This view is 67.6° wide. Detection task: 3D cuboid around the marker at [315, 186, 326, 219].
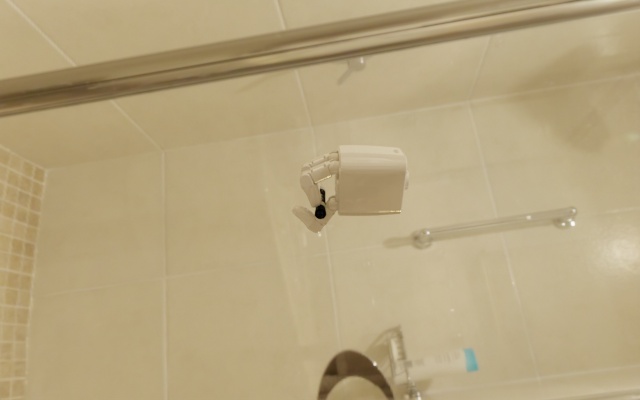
[{"bbox_3d":[0.000,0.003,0.802,0.020,0.020,0.121,0,19,0],"label":"marker"}]
